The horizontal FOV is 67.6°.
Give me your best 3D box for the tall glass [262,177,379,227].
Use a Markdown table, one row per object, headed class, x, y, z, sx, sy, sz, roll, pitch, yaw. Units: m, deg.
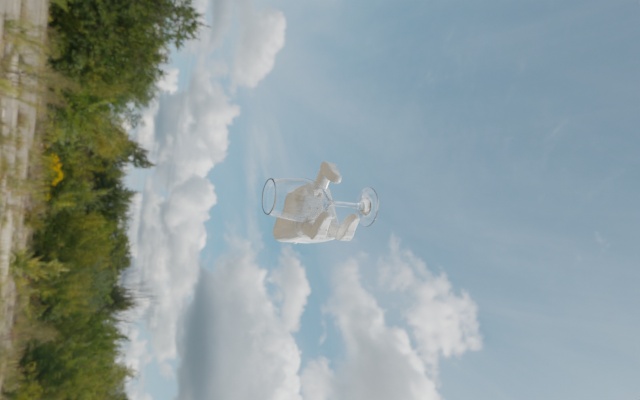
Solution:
| class | x | y | z | sx | sy | sz | roll | pitch | yaw |
| --- | --- | --- | --- | --- | --- | --- | --- | --- | --- |
| tall glass | 0.001 | 0.003 | 0.847 | 0.201 | 0.079 | 0.079 | 6 | -3 | -28 |
